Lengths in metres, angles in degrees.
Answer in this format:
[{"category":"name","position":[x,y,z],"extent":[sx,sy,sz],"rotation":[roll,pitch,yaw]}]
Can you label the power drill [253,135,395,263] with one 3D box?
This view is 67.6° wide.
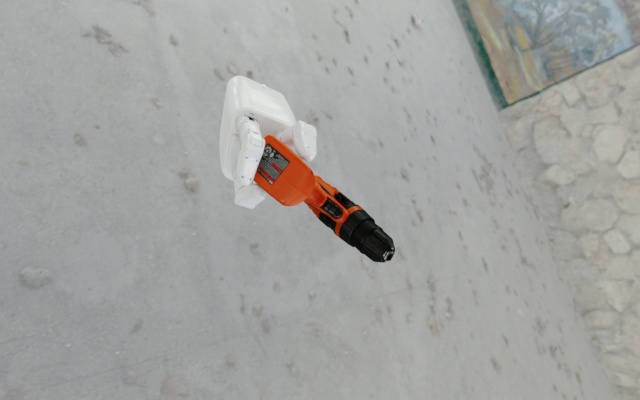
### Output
[{"category":"power drill","position":[0.000,0.002,0.614],"extent":[0.184,0.057,0.188],"rotation":[39,1,37]}]
